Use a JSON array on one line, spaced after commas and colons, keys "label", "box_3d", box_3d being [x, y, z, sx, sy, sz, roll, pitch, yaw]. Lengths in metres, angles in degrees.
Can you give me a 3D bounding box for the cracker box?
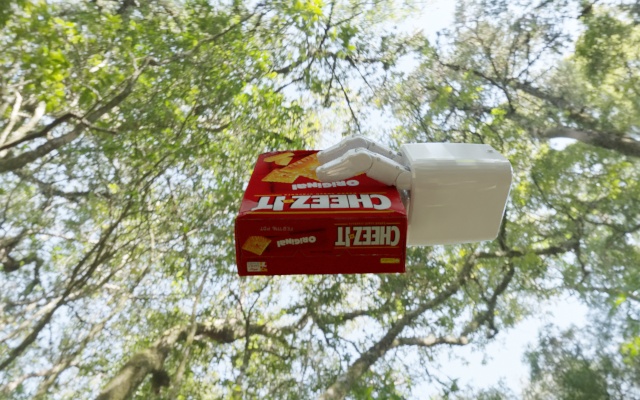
[{"label": "cracker box", "box_3d": [0.000, 0.002, 0.544, 0.164, 0.072, 0.213, -2, 22, 0]}]
